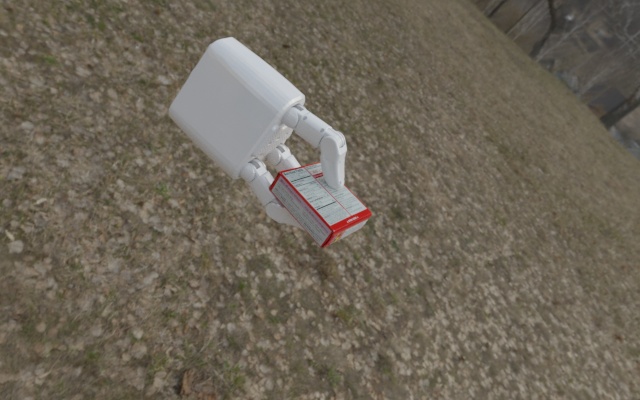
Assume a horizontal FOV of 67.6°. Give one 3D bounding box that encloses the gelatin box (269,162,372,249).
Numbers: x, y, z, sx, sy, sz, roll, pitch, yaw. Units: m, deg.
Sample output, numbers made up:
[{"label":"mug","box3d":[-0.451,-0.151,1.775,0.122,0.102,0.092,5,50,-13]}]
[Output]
[{"label":"gelatin box","box3d":[0.001,0.002,0.507,0.089,0.030,0.073,46,36,18]}]
